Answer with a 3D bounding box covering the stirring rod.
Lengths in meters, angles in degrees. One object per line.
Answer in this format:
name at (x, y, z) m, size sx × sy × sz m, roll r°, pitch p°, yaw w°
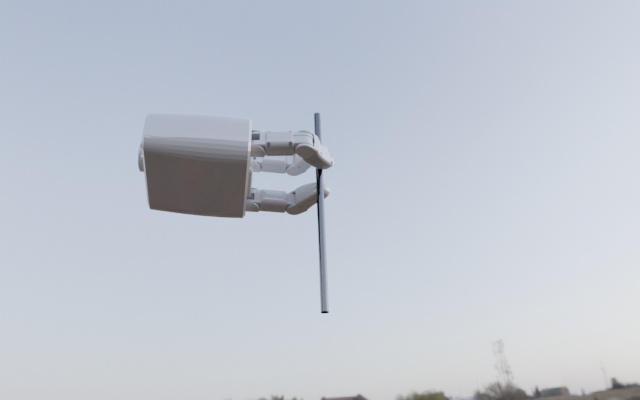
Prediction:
stirring rod at (0.000, 0.002, 0.511) m, size 0.011 × 0.239 × 0.011 m, roll -2°, pitch -30°, yaw -1°
